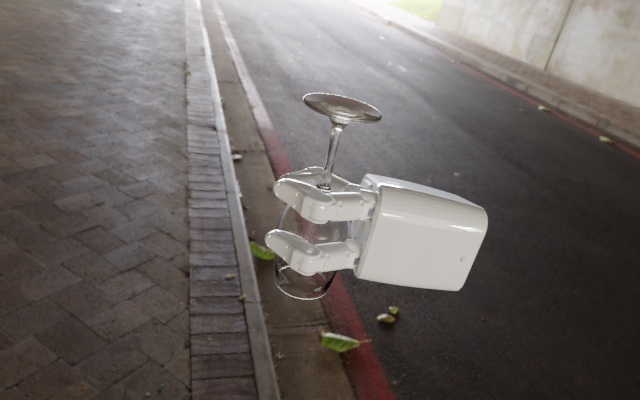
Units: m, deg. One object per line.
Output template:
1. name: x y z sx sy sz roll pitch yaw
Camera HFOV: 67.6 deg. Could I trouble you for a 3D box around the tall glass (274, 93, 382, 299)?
1. tall glass: 0.000 0.001 0.478 0.079 0.201 0.079 11 26 -5
